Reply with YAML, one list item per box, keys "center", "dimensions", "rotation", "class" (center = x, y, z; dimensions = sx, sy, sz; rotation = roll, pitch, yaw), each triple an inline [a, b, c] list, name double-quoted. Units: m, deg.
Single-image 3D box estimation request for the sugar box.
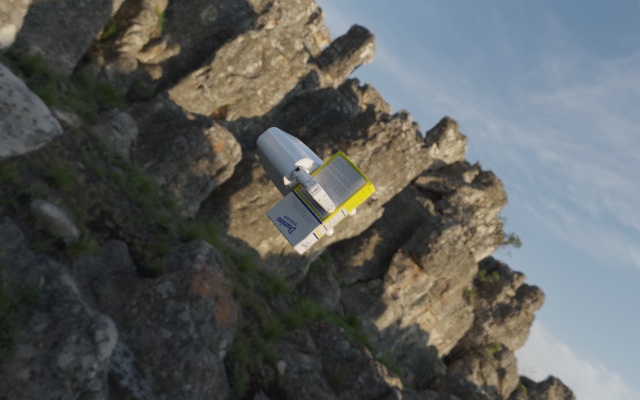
- center: [0.000, 0.003, 0.847]
  dimensions: [0.176, 0.093, 0.048]
  rotation: [-41, -28, -1]
  class: "sugar box"
